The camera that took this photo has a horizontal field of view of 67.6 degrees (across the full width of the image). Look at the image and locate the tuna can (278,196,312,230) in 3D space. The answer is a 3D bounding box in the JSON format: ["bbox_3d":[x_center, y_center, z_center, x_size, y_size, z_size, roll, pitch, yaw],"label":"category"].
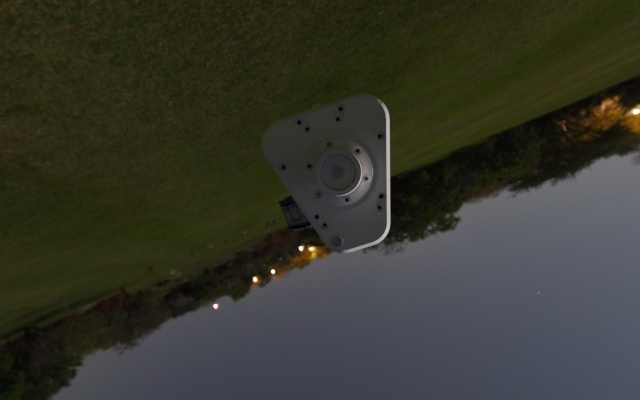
[{"bbox_3d":[0.000,0.002,0.519,0.086,0.034,0.086,-21,5,2],"label":"tuna can"}]
